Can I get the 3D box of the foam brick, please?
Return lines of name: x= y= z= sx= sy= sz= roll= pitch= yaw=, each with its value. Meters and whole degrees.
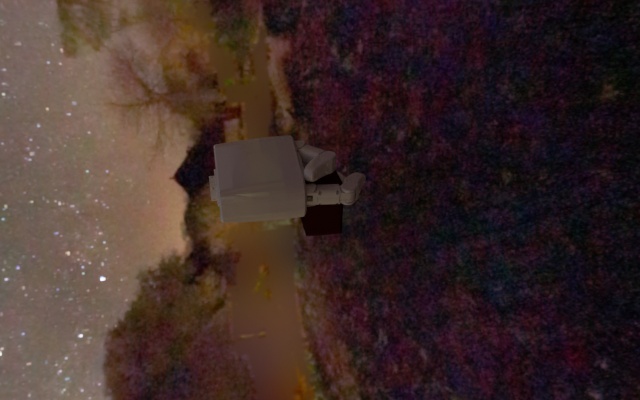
foam brick: x=0.000 y=0.002 z=0.654 sx=0.051 sy=0.078 sz=0.053 roll=-7 pitch=33 yaw=-12
